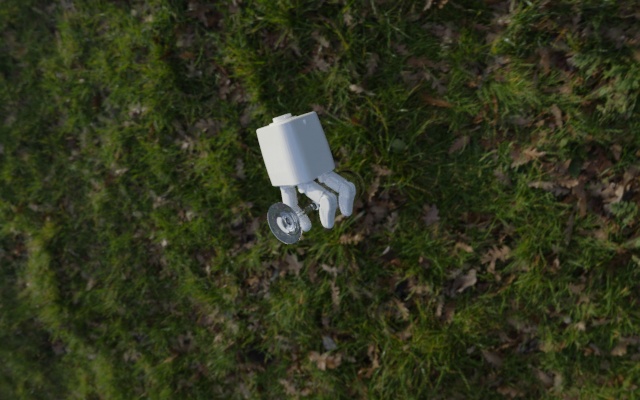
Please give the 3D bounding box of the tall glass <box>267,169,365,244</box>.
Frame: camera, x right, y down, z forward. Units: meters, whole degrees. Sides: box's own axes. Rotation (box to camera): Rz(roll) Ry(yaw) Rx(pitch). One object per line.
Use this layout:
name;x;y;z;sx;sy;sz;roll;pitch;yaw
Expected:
tall glass;0.000;0.003;0.854;0.079;0.079;0.201;0;20;40
